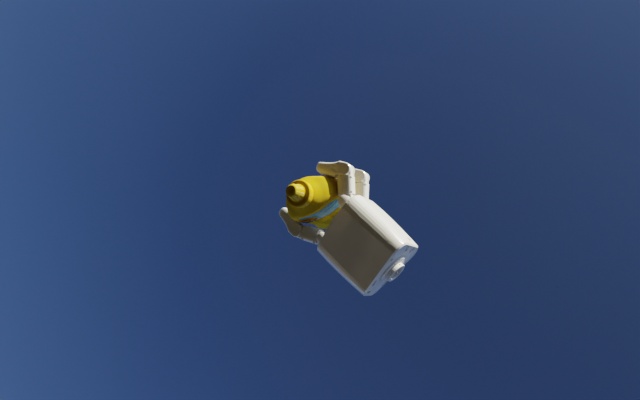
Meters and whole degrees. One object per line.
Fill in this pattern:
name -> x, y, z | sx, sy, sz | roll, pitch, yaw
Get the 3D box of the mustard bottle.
mustard bottle -> 0.000, 0.002, 0.761 | 0.096, 0.058, 0.192 | -27, -20, 20
